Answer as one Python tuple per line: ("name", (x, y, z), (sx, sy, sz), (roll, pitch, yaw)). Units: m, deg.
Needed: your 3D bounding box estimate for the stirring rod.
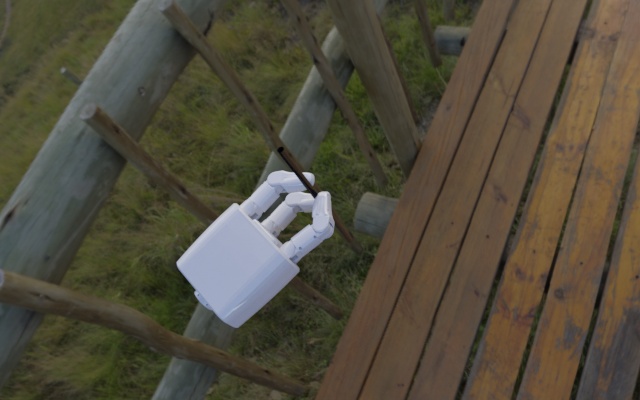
("stirring rod", (0.000, 0.002, 0.616), (0.011, 0.011, 0.240), (0, -28, 24))
